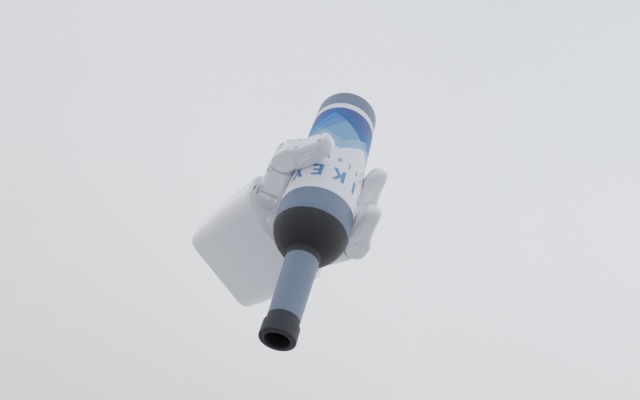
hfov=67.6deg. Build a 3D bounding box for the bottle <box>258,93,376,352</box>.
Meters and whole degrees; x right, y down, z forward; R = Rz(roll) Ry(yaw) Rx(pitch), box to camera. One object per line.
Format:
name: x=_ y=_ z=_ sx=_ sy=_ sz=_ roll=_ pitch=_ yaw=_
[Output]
bottle: x=0.000 y=0.001 z=0.435 sx=0.069 sy=0.069 sz=0.295 roll=0 pitch=40 yaw=15
